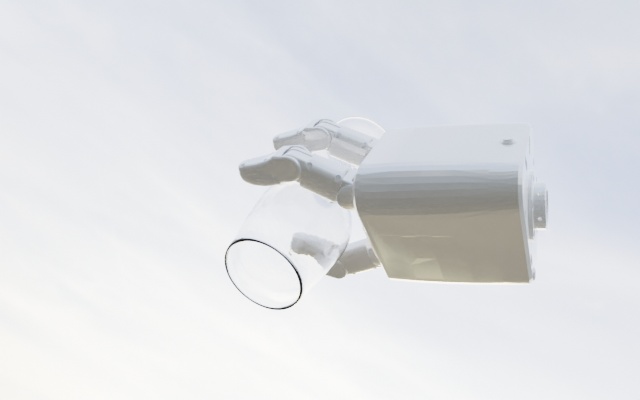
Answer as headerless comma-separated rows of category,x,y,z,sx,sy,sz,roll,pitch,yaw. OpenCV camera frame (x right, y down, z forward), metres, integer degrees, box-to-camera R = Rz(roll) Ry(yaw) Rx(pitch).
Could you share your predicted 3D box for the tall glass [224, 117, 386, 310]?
tall glass,0.000,0.001,0.402,0.079,0.079,0.201,0,31,28
